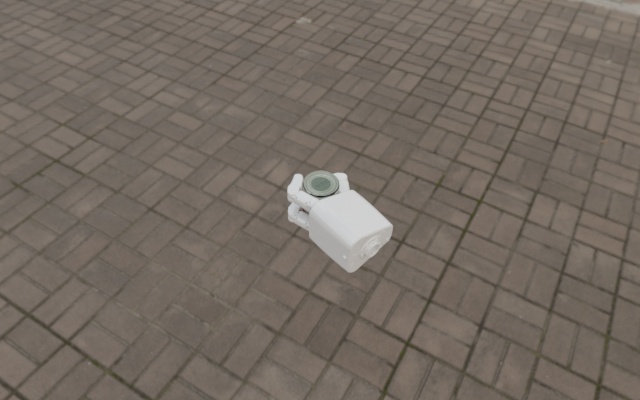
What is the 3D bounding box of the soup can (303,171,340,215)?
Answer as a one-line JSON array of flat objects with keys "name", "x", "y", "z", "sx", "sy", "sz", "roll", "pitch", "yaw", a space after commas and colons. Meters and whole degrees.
[{"name": "soup can", "x": 0.000, "y": 0.002, "z": 0.896, "sx": 0.068, "sy": 0.068, "sz": 0.102, "roll": 0, "pitch": -43, "yaw": -1}]
